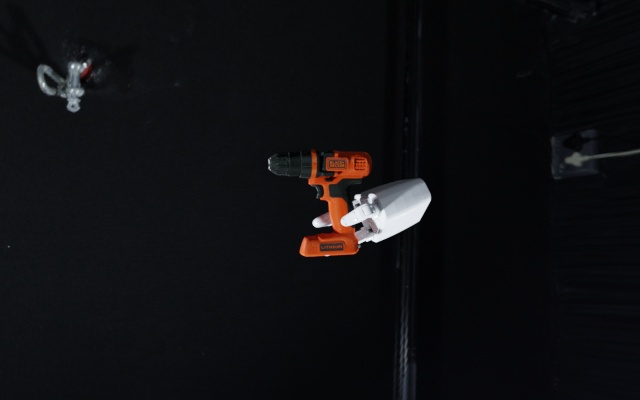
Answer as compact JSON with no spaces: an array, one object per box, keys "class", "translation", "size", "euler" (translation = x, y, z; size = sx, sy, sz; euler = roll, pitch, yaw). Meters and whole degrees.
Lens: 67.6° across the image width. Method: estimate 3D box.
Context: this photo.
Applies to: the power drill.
[{"class":"power drill","translation":[0.000,0.003,0.850],"size":[0.184,0.187,0.057],"euler":[-1,5,-7]}]
